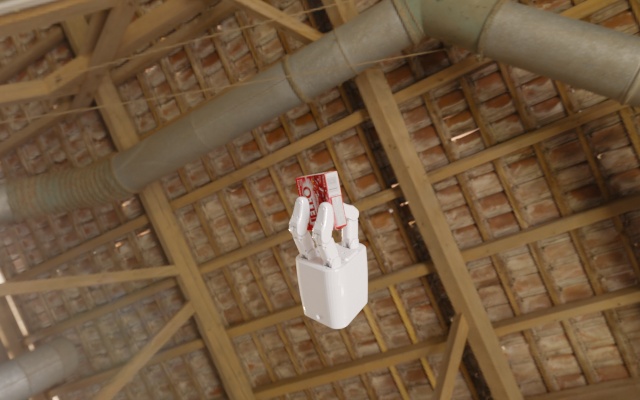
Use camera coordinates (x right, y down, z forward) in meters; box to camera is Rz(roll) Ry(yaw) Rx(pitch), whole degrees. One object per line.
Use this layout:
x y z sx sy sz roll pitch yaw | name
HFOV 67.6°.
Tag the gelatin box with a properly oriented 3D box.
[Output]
0.000 0.002 0.748 0.030 0.089 0.073 -15 6 -40 | gelatin box
